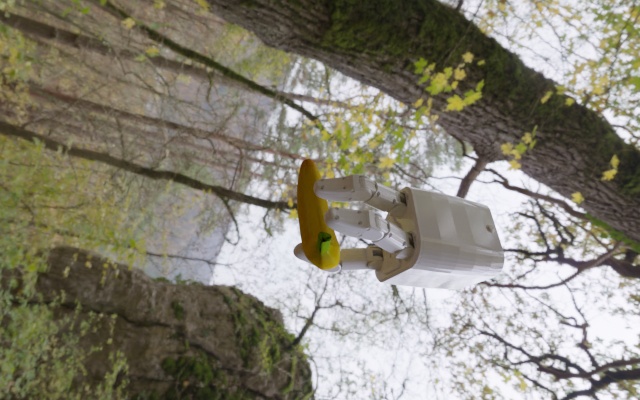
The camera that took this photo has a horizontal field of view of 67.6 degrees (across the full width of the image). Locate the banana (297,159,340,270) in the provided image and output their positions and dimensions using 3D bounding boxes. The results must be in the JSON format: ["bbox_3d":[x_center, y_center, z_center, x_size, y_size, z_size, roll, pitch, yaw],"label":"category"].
[{"bbox_3d":[-0.003,0.020,0.528,0.037,0.070,0.197,5,25,-11],"label":"banana"}]
